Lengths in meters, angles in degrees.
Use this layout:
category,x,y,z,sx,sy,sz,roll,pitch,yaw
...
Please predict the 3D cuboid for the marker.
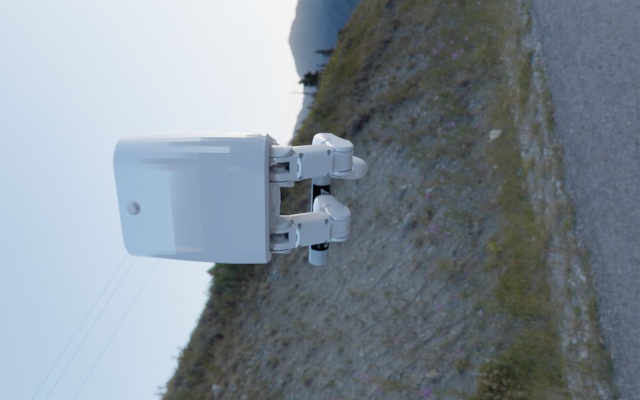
category,x,y,z,sx,sy,sz,roll,pitch,yaw
marker,0.000,0.001,0.433,0.020,0.121,0.020,2,21,-1
